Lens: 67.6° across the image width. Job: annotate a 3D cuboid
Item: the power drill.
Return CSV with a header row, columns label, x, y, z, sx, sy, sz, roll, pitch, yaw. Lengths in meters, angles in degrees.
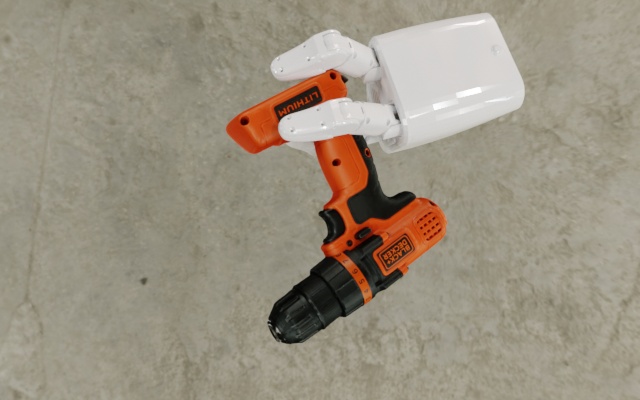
label,x,y,z,sx,sy,sz,roll,pitch,yaw
power drill,0.000,0.001,0.402,0.184,0.188,0.057,-33,9,-22
